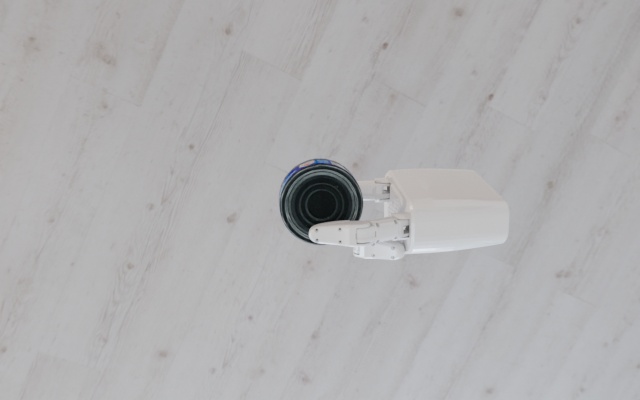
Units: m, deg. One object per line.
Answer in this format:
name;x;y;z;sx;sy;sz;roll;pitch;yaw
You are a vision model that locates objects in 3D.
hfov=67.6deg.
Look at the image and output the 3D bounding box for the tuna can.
tuna can;0.000;0.002;0.489;0.086;0.086;0.033;0;13;-5
